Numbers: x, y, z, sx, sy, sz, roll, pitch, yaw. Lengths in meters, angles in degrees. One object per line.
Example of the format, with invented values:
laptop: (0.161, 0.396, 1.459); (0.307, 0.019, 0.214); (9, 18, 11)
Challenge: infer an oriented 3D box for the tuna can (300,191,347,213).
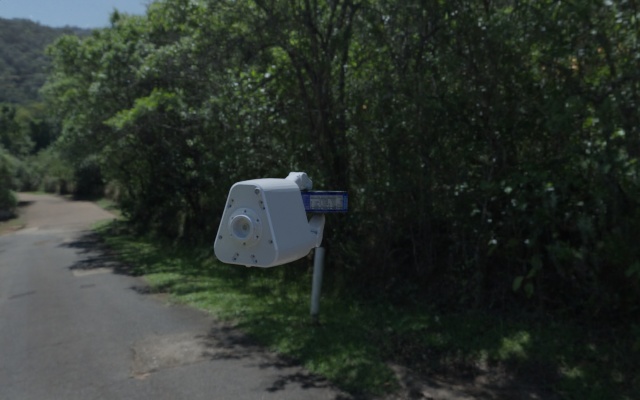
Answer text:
tuna can: (0.000, 0.002, 0.753); (0.086, 0.034, 0.086); (0, 0, 0)
